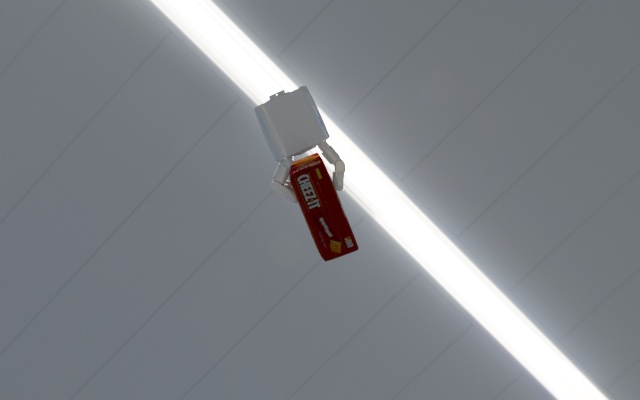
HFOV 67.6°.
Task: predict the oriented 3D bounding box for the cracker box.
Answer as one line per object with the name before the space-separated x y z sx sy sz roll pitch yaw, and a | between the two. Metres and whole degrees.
cracker box | 0.000 0.003 0.896 0.072 0.164 0.213 -22 10 2
